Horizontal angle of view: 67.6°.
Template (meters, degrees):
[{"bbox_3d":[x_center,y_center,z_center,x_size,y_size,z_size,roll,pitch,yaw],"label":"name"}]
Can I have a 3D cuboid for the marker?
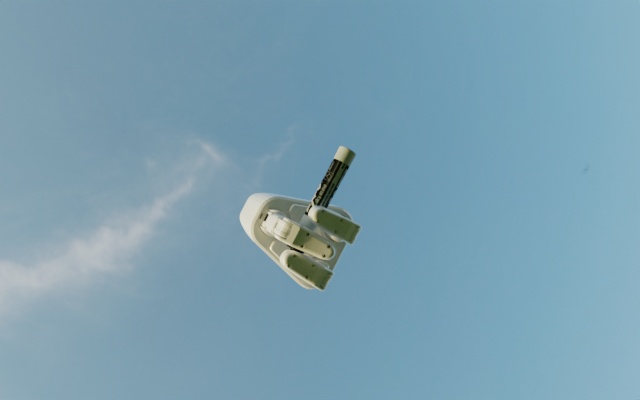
[{"bbox_3d":[0.000,0.002,0.484,0.020,0.121,0.020,28,-4,2],"label":"marker"}]
